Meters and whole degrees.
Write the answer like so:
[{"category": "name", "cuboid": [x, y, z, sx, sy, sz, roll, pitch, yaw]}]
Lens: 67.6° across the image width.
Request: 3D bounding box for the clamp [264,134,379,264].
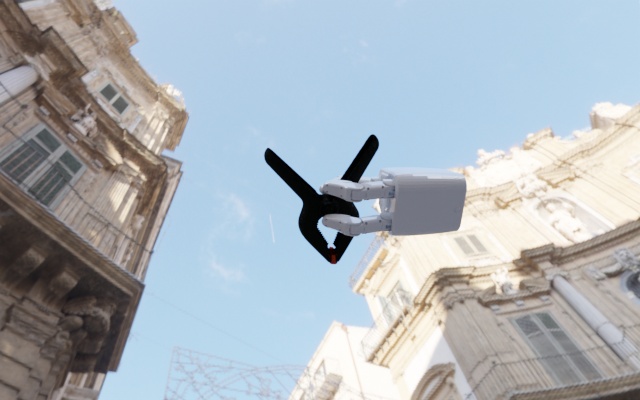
[{"category": "clamp", "cuboid": [0.000, 0.002, 0.719, 0.164, 0.210, 0.036, -1, 27, -5]}]
